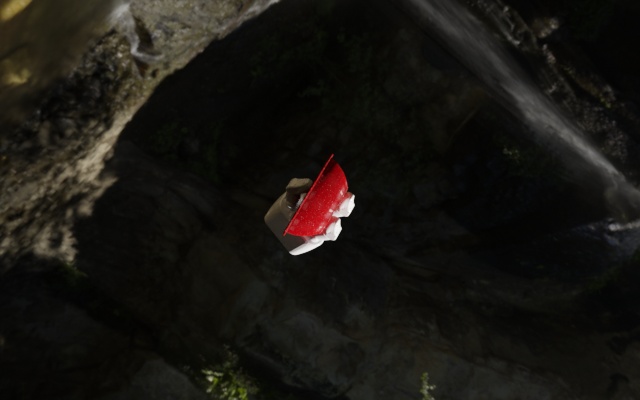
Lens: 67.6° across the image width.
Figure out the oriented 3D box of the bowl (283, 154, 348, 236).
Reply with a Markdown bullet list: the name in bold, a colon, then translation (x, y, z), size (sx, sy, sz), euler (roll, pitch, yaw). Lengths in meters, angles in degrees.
- **bowl**: translation (0.001, 0.003, 0.811), size (0.055, 0.162, 0.162), euler (31, 0, 0)
